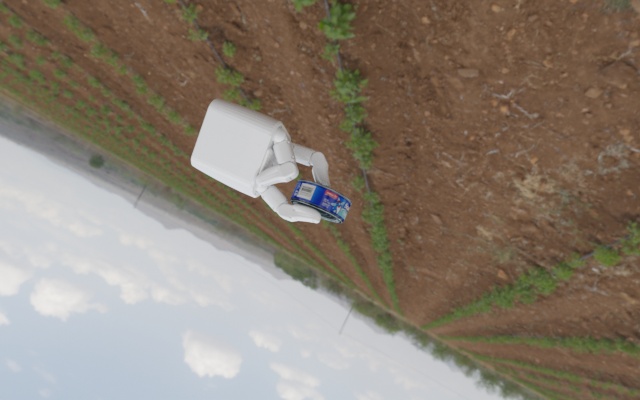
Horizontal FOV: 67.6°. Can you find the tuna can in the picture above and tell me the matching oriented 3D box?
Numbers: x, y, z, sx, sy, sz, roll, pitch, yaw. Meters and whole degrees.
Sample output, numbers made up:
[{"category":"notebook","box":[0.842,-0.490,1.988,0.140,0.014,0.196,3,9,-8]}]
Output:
[{"category":"tuna can","box":[0.000,0.003,0.696,0.086,0.033,0.086,22,-10,4]}]
